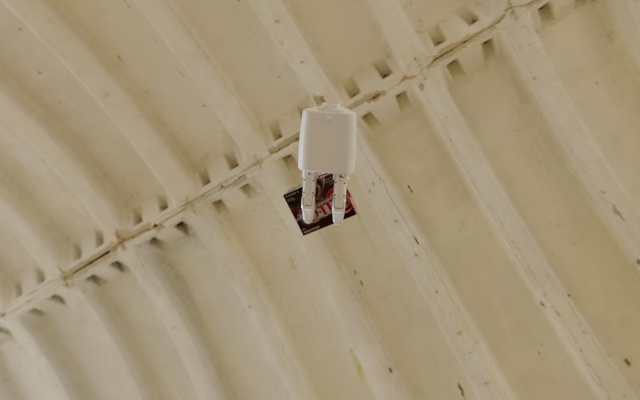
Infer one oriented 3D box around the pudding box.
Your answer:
[{"bbox_3d":[0.000,0.003,0.890,0.113,0.090,0.039,-22,15,13],"label":"pudding box"}]
